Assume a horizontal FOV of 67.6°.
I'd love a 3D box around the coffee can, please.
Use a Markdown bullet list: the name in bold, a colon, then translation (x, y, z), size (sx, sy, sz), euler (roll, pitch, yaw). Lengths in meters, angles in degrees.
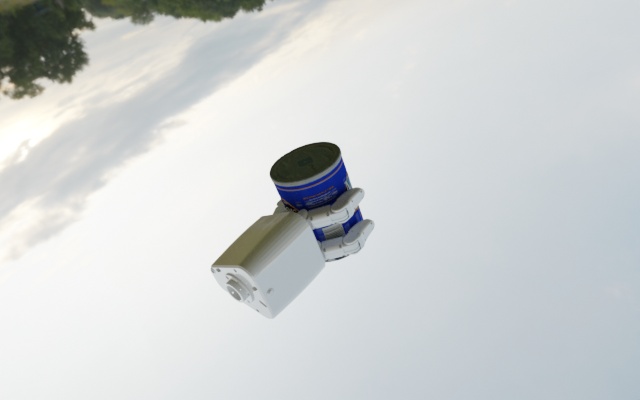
- **coffee can**: translation (0.000, 0.002, 0.681), size (0.103, 0.140, 0.102), euler (-16, 31, 10)
